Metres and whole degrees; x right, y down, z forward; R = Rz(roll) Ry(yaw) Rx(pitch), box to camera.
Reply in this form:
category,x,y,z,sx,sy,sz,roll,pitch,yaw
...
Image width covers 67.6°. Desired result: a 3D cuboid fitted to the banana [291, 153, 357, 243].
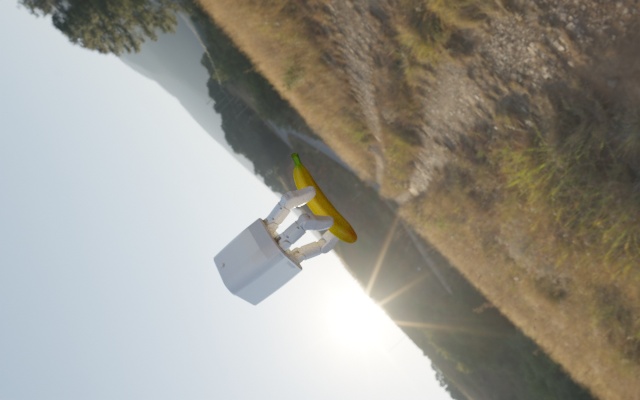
category,x,y,z,sx,sy,sz,roll,pitch,yaw
banana,0.001,0.007,0.828,0.037,0.197,0.070,-35,-24,-6
